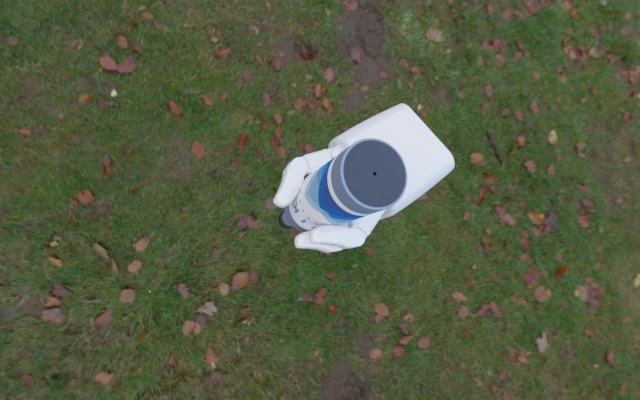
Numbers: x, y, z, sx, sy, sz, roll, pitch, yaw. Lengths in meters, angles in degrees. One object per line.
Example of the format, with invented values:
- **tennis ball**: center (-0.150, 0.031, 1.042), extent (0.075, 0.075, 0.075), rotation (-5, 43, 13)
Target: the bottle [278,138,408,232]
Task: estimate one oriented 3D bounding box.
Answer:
- **bottle**: center (0.000, 0.002, 0.562), extent (0.069, 0.069, 0.296), rotation (0, -10, -20)
